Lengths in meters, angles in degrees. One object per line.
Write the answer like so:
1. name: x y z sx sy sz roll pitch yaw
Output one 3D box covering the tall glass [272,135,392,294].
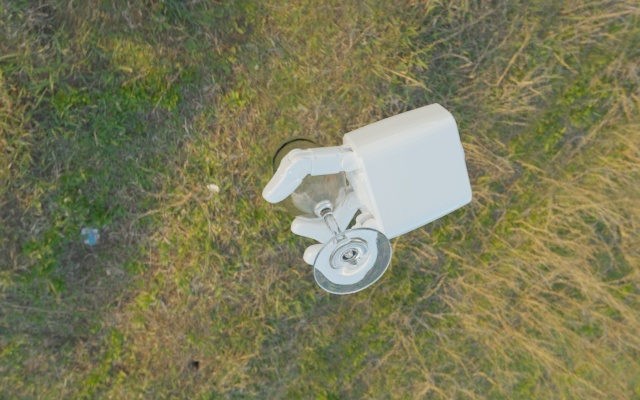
1. tall glass: 0.000 0.002 0.498 0.079 0.079 0.201 0 32 -21
